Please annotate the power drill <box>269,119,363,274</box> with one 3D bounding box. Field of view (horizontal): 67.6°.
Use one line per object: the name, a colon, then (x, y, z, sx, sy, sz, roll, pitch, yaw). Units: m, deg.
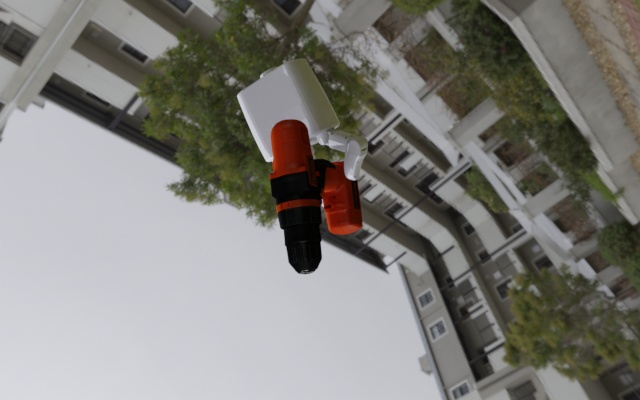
power drill: (0.000, 0.002, 0.623, 0.057, 0.184, 0.188, -10, -10, 20)
